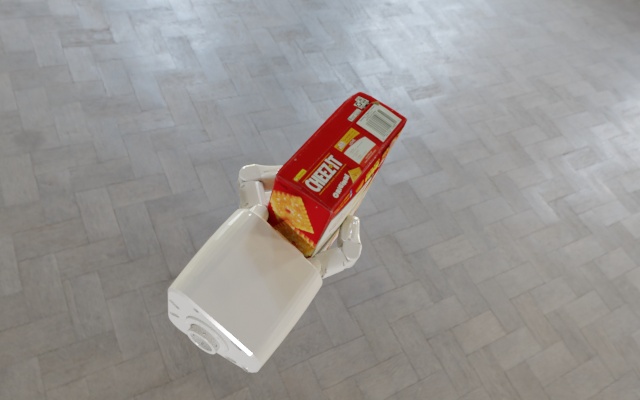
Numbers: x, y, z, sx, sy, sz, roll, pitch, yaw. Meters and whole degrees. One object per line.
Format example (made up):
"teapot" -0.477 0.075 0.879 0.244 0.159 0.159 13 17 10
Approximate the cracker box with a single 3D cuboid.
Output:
"cracker box" 0.000 0.002 0.551 0.072 0.164 0.214 34 -36 7
